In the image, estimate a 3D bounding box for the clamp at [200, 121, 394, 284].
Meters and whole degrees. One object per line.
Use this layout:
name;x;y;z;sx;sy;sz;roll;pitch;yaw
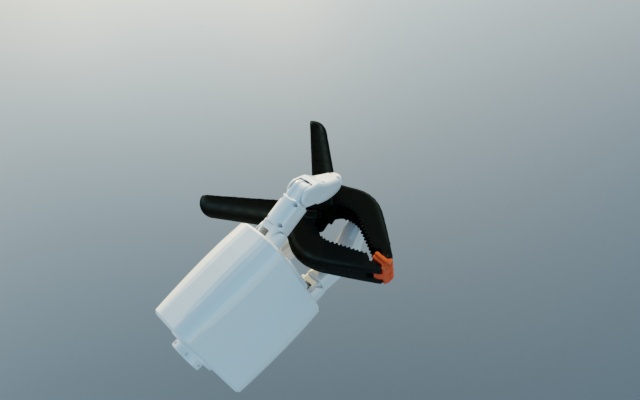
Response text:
clamp;0.000;0.001;0.475;0.210;0.164;0.036;32;-25;32
